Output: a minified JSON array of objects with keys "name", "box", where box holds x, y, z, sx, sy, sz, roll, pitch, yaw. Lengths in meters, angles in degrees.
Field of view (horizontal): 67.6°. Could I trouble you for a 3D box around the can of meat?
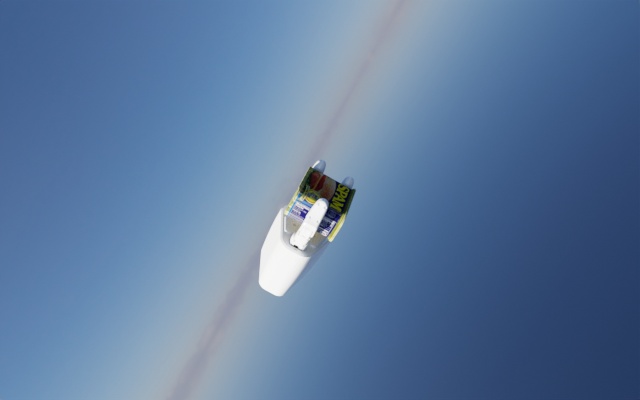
[{"name":"can of meat","box":[0.000,0.002,0.745,0.084,0.057,0.102,29,36,-3]}]
